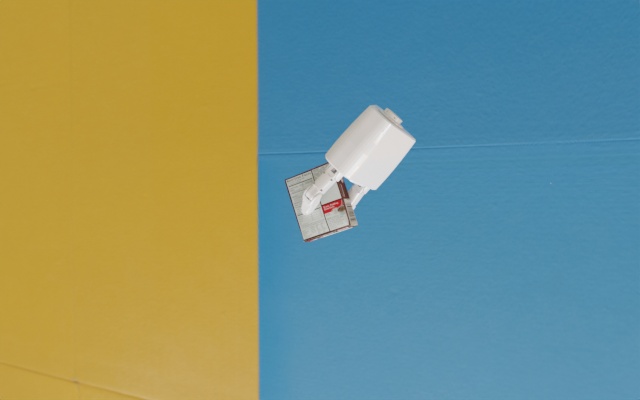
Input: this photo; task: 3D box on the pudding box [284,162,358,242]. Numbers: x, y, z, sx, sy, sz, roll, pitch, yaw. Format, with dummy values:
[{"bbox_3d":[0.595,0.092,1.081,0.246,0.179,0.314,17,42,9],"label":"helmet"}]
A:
[{"bbox_3d":[0.000,0.003,0.787,0.090,0.113,0.039,-20,-9,21],"label":"pudding box"}]
